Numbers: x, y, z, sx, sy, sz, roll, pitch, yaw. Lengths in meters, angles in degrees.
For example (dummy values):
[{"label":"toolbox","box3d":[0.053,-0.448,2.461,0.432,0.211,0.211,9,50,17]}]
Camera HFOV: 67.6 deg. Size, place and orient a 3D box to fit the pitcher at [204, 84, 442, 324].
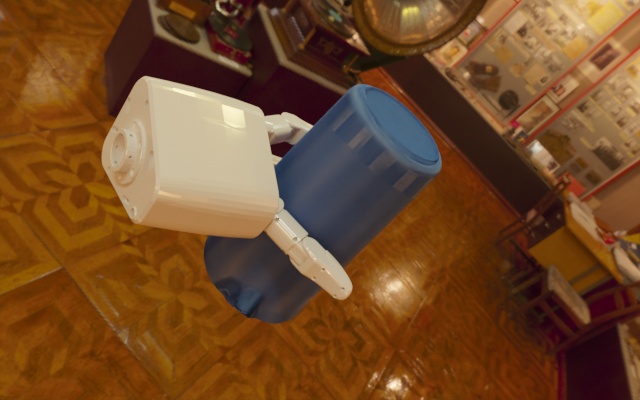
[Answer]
[{"label":"pitcher","box3d":[0.000,0.002,0.484,0.145,0.149,0.243,9,-44,-45]}]
